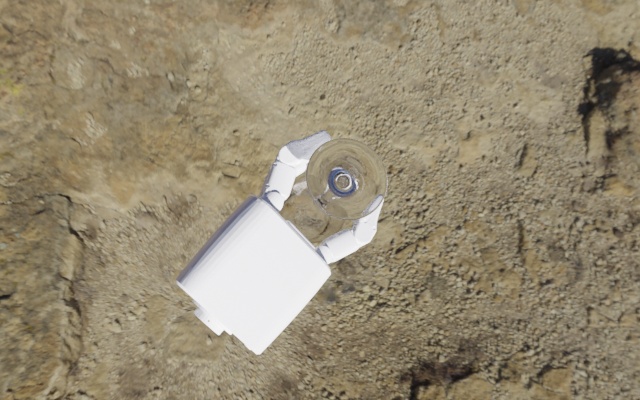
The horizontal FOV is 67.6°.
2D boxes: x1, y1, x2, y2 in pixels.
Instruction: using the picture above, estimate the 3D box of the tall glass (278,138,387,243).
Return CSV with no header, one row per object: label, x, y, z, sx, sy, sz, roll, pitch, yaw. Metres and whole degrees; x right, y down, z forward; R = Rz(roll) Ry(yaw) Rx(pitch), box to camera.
tall glass,0.000,0.001,0.509,0.079,0.079,0.201,0,-12,-14
